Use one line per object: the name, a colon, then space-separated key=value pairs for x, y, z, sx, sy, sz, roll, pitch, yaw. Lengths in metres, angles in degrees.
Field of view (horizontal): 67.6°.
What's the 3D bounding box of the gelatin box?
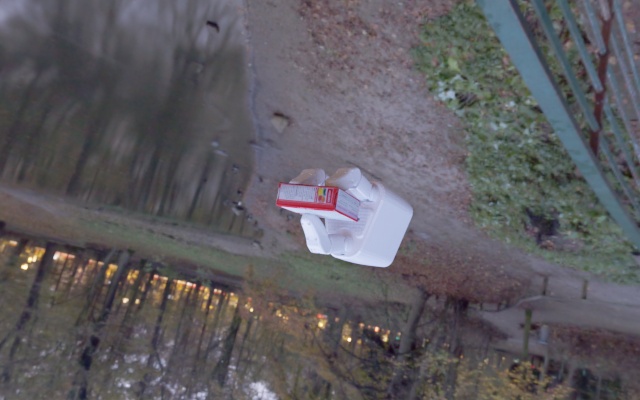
gelatin box: x=0.000 y=0.002 z=0.567 sx=0.073 sy=0.030 sz=0.089 roll=6 pitch=-8 yaw=23
